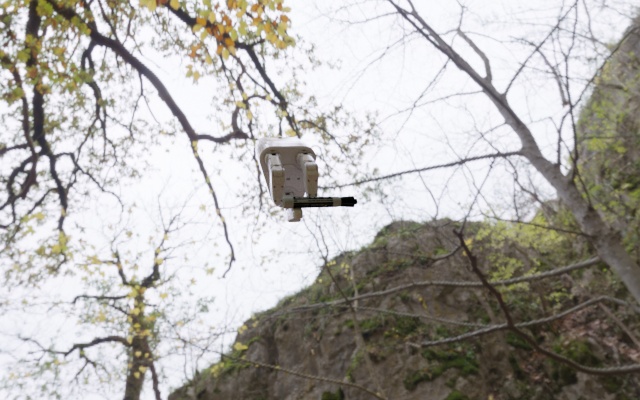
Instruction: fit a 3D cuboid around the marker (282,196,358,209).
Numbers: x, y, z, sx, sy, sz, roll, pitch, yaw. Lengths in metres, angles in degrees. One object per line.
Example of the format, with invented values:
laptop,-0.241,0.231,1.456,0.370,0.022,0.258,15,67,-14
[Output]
marker,0.000,0.002,0.760,0.121,0.020,0.020,-1,0,-14
